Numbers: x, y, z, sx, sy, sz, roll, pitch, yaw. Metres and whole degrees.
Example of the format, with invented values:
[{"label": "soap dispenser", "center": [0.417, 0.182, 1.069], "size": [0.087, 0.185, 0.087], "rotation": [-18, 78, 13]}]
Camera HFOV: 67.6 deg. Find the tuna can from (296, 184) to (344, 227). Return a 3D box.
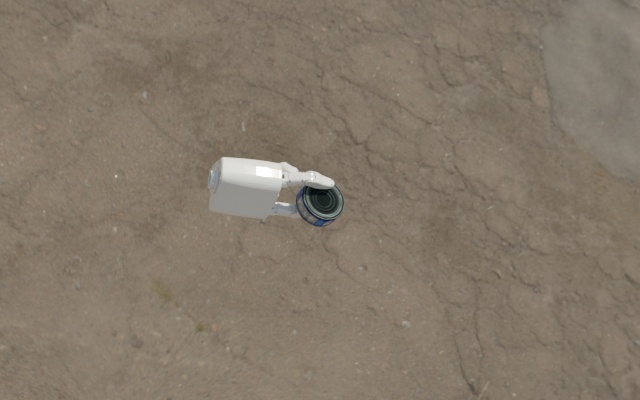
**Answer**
[{"label": "tuna can", "center": [0.000, 0.003, 0.876], "size": [0.086, 0.086, 0.034], "rotation": [0, -24, -28]}]
